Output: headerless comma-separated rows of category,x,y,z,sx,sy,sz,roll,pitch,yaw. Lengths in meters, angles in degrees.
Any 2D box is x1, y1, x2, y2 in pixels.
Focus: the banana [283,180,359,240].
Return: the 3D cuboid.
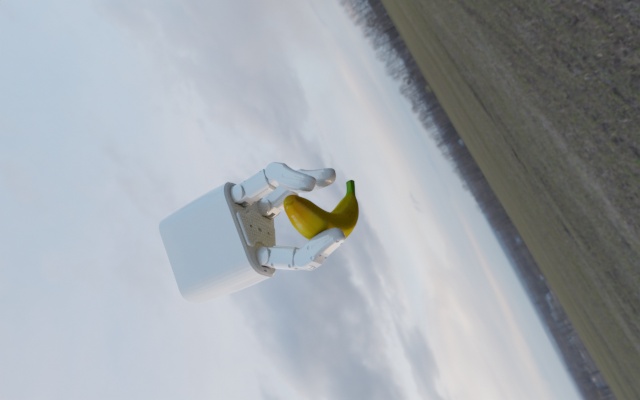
banana,0.008,0.019,0.563,0.037,0.069,0.198,-22,-1,22
